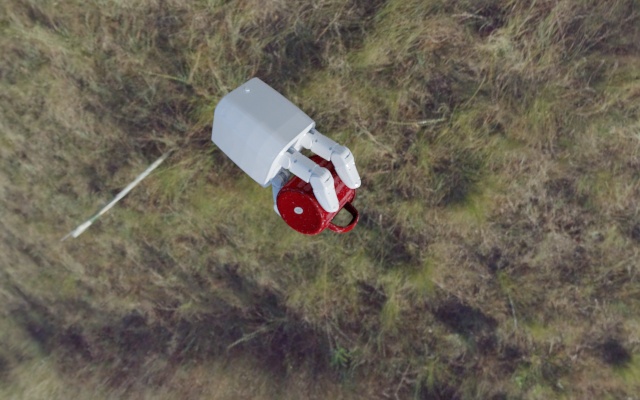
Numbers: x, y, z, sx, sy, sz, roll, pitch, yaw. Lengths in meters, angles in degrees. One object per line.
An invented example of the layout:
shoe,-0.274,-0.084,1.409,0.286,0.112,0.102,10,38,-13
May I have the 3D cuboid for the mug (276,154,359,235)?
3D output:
mug,0.001,0.003,0.673,0.081,0.117,0.093,-48,-5,-41
